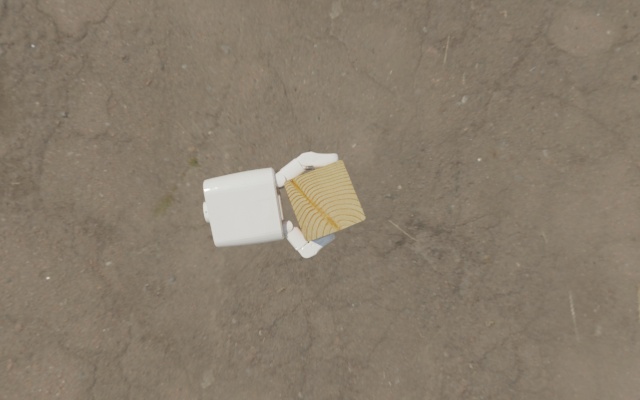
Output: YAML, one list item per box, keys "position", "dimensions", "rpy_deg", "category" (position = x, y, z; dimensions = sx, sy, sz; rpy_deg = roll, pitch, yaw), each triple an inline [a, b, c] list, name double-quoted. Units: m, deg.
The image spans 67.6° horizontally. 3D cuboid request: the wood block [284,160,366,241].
- position: [0.000, 0.003, 0.750]
  dimensions: [0.090, 0.091, 0.206]
  rpy_deg: [-21, 0, -3]
  category: "wood block"
